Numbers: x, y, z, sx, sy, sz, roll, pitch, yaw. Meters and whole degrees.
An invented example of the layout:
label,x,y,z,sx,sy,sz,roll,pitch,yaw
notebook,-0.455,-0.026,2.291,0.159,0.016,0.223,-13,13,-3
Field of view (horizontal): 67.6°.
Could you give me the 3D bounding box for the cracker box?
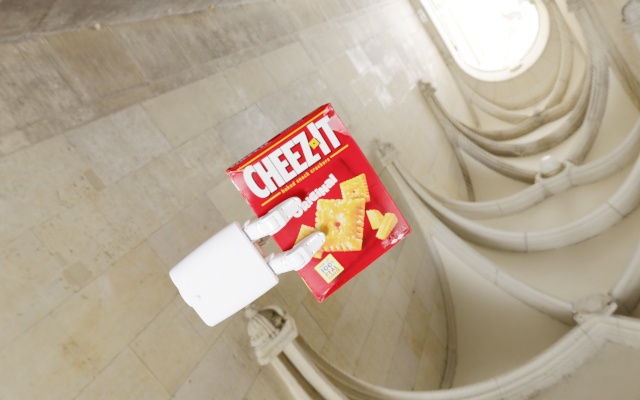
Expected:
label,x,y,z,sx,sy,sz,roll,pitch,yaw
cracker box,0.000,0.002,0.649,0.164,0.214,0.072,-36,11,-8
